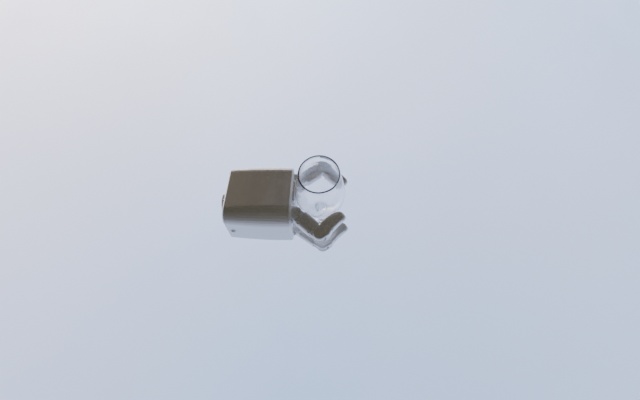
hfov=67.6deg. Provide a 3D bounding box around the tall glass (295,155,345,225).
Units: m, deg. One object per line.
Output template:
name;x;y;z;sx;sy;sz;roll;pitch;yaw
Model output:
tall glass;0.000;0.003;0.773;0.079;0.079;0.201;0;-24;1
